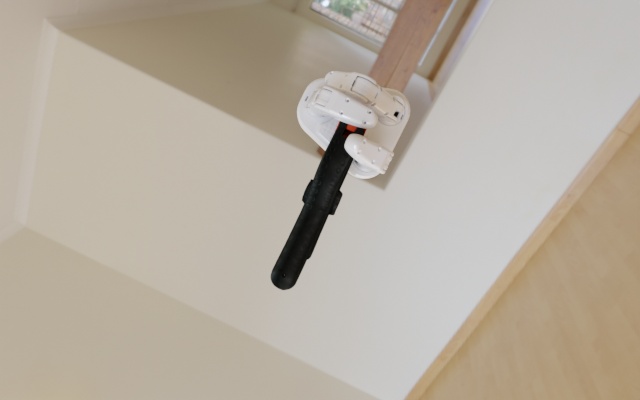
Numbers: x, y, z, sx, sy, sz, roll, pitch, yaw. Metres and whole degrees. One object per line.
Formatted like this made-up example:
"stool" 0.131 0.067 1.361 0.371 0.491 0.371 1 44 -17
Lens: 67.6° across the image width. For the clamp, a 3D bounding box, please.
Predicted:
"clamp" 0.000 0.001 0.480 0.039 0.171 0.120 26 2 -3
